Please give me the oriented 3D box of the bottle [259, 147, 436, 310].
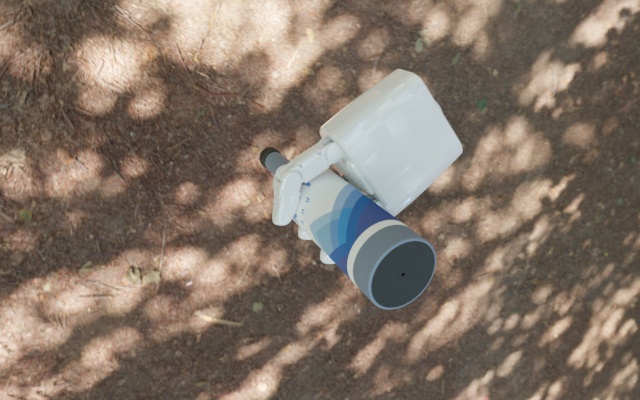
[{"bbox_3d":[0.000,0.002,0.499,0.069,0.069,0.295,0,23,-30],"label":"bottle"}]
